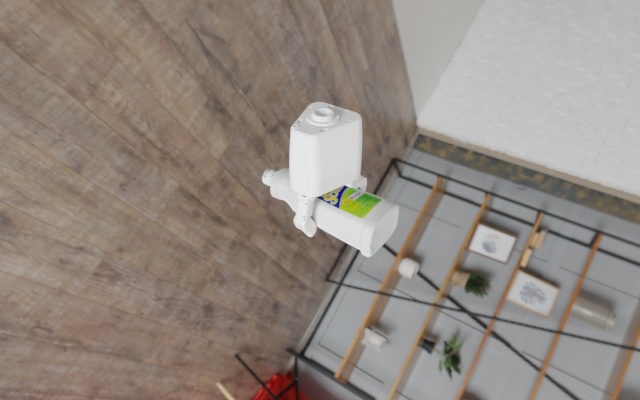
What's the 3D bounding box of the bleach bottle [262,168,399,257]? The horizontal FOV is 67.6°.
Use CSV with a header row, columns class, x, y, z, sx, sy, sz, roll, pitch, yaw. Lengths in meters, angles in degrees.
class,x,y,z,sx,sy,sz,roll,pitch,yaw
bleach bottle,0.000,0.003,0.807,0.251,0.068,0.102,23,40,28
